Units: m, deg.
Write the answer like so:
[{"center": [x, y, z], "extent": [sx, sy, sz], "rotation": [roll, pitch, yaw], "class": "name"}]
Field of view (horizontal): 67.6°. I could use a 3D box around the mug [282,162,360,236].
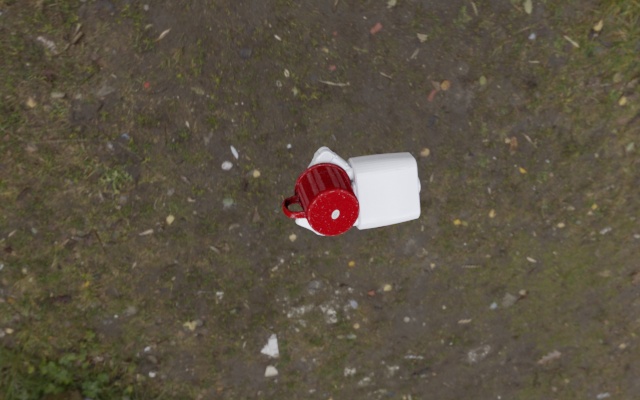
[{"center": [-0.001, 0.003, 0.726], "extent": [0.117, 0.093, 0.081], "rotation": [-9, 30, -8], "class": "mug"}]
